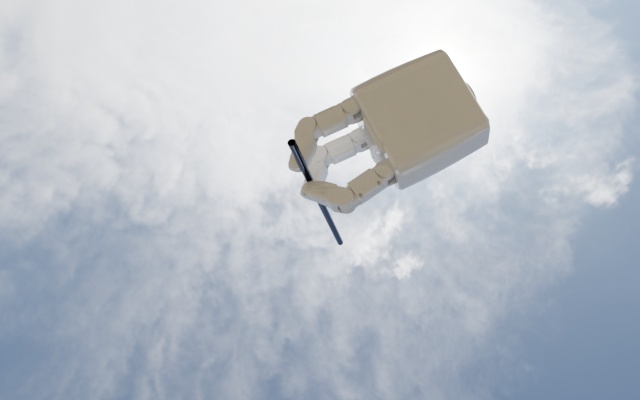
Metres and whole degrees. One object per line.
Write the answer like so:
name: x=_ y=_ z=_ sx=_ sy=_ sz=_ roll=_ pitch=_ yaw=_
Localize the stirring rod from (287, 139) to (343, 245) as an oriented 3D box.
stirring rod: x=0.000 y=0.002 z=0.541 sx=0.011 sy=0.011 sz=0.240 roll=0 pitch=-27 yaw=14
